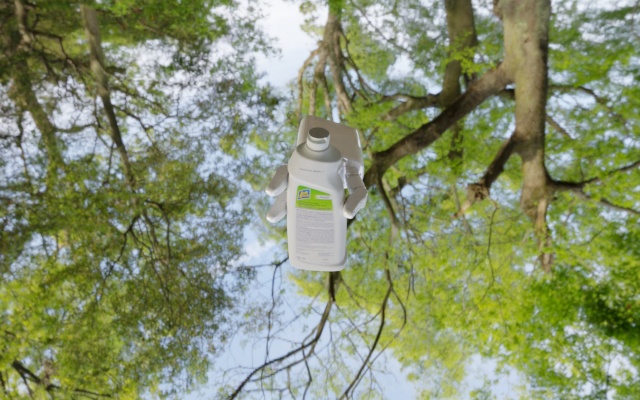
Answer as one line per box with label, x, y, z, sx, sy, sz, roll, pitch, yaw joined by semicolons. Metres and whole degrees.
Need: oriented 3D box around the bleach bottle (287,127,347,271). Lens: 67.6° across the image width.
bleach bottle;0.000;0.002;0.730;0.102;0.251;0.068;3;42;-1
